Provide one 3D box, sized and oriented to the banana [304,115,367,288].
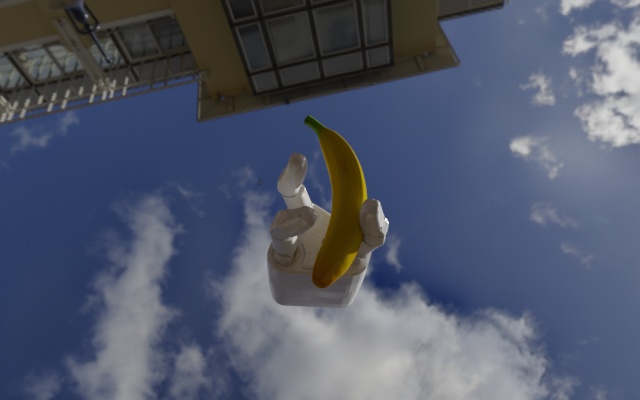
[{"bbox_3d":[0.018,0.000,0.501,0.069,0.197,0.037,5,-32,-17],"label":"banana"}]
